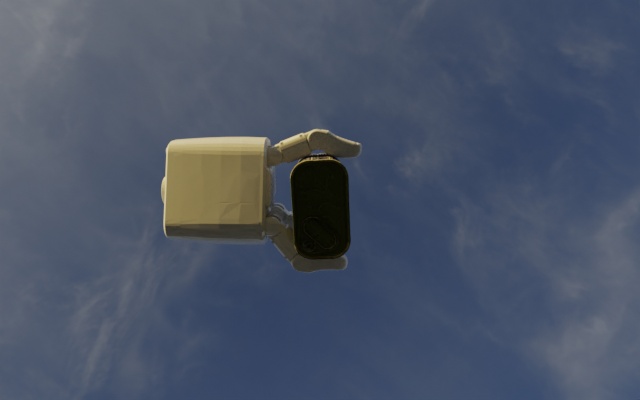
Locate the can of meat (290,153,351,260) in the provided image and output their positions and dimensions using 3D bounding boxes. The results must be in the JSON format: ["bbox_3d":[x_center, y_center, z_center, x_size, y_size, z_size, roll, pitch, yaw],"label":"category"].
[{"bbox_3d":[0.000,0.002,0.513,0.057,0.102,0.084,-3,12,0],"label":"can of meat"}]
